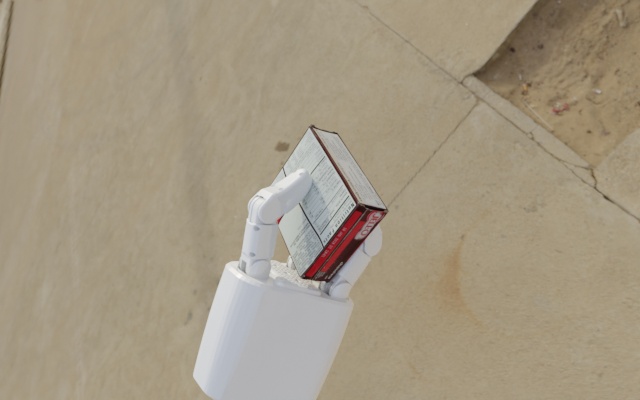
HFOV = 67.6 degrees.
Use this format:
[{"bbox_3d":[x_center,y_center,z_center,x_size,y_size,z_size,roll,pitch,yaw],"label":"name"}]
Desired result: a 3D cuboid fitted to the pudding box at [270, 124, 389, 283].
[{"bbox_3d":[0.000,0.001,0.423,0.039,0.090,0.113,13,35,-40],"label":"pudding box"}]
